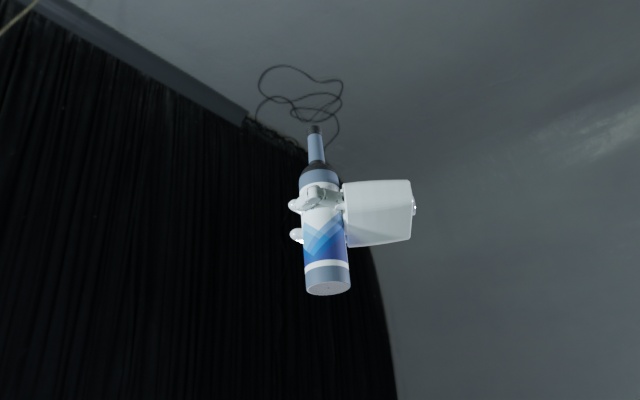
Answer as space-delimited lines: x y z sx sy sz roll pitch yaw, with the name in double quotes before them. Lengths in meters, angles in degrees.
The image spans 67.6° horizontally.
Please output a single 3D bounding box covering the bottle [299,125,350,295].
"bottle" 0.000 0.003 0.783 0.069 0.295 0.069 -4 -28 -2
